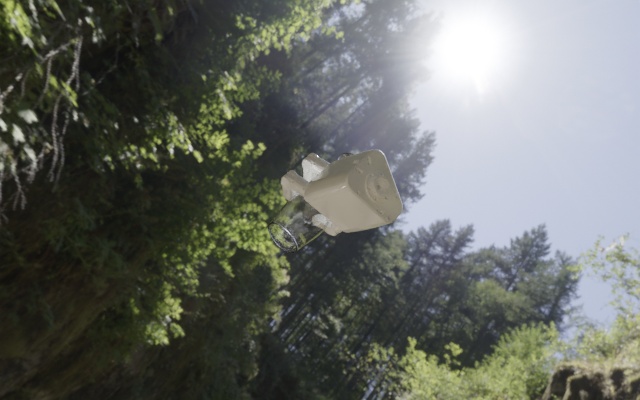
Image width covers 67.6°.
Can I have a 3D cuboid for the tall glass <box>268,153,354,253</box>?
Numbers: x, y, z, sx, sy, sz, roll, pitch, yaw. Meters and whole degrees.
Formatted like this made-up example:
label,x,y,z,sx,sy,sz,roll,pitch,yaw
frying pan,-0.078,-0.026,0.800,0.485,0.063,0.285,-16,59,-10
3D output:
label,x,y,z,sx,sy,sz,roll,pitch,yaw
tall glass,0.001,0.002,0.813,0.079,0.079,0.201,0,36,50
